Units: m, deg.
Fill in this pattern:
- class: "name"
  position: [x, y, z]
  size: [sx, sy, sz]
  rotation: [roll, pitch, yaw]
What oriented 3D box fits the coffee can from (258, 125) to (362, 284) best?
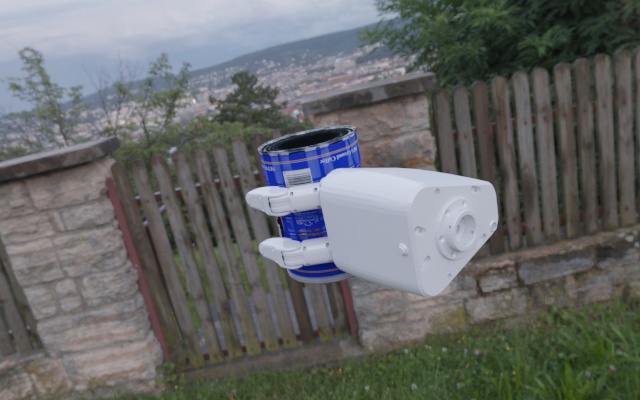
- class: "coffee can"
  position: [0.000, 0.002, 0.504]
  size: [0.103, 0.140, 0.102]
  rotation: [-11, 17, 3]
